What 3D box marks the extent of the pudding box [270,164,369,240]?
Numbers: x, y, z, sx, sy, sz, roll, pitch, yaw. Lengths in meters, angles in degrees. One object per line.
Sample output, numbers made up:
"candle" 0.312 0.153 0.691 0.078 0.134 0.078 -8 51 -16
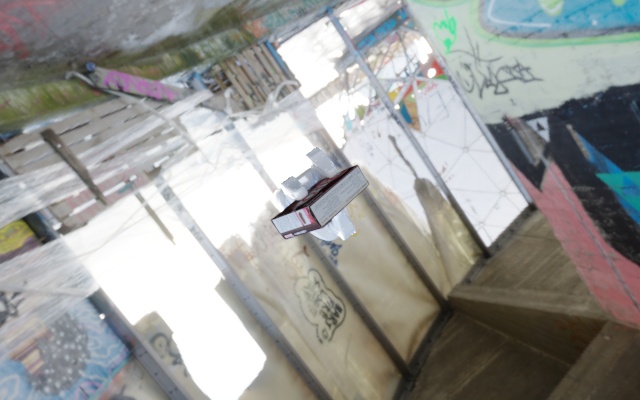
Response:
"pudding box" 0.000 0.002 0.646 0.090 0.039 0.113 -22 16 51
